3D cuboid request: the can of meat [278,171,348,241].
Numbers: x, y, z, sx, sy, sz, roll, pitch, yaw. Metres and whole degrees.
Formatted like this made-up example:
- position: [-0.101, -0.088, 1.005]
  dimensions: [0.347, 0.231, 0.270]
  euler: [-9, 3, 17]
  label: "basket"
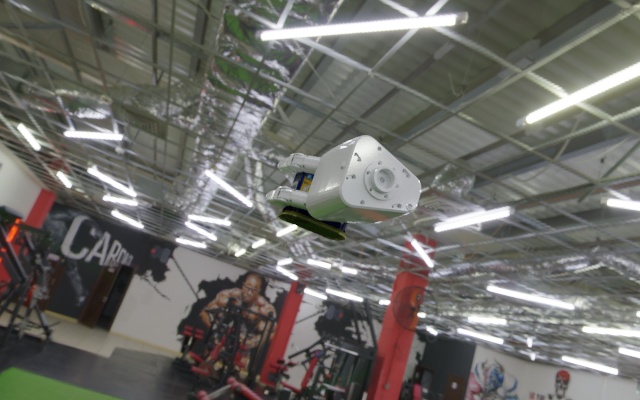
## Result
- position: [0.000, 0.002, 0.710]
  dimensions: [0.102, 0.084, 0.057]
  euler: [23, -15, -14]
  label: "can of meat"
